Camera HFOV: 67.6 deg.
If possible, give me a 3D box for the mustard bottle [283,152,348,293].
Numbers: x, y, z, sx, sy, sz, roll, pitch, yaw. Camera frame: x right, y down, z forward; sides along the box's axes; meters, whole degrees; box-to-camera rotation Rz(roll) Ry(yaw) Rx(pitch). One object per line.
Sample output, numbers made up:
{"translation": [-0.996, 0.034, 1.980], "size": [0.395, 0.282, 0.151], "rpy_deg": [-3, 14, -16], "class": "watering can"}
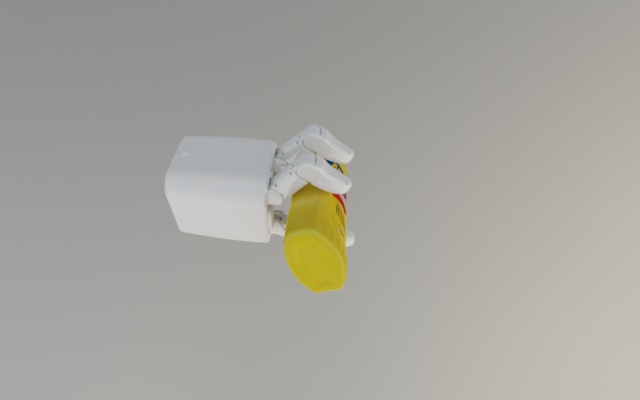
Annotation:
{"translation": [0.000, 0.002, 0.539], "size": [0.058, 0.096, 0.191], "rpy_deg": [-13, 39, 15], "class": "mustard bottle"}
